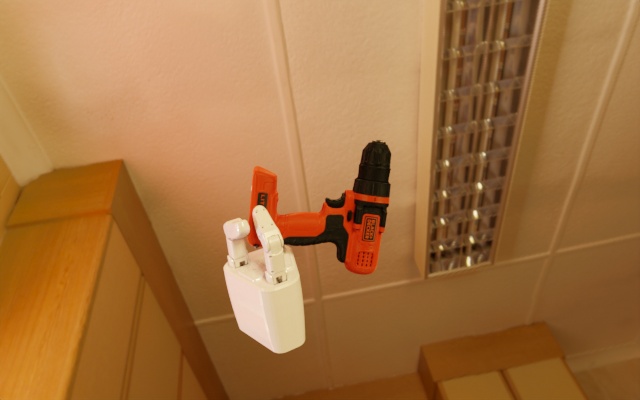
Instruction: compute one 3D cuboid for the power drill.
[{"bbox_3d":[0.000,0.002,0.640,0.187,0.184,0.057,7,4,-7],"label":"power drill"}]
